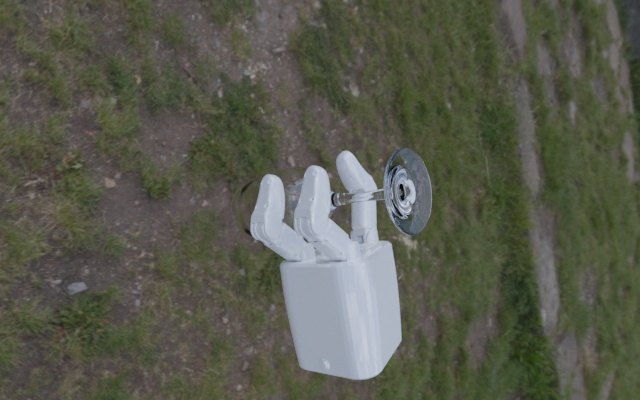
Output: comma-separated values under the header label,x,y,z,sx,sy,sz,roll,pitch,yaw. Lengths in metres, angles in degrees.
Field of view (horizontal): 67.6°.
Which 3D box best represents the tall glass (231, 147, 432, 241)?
label,x,y,z,sx,sy,sz,roll,pitch,yaw
tall glass,0.001,0.001,0.463,0.201,0.079,0.079,-6,-4,41
